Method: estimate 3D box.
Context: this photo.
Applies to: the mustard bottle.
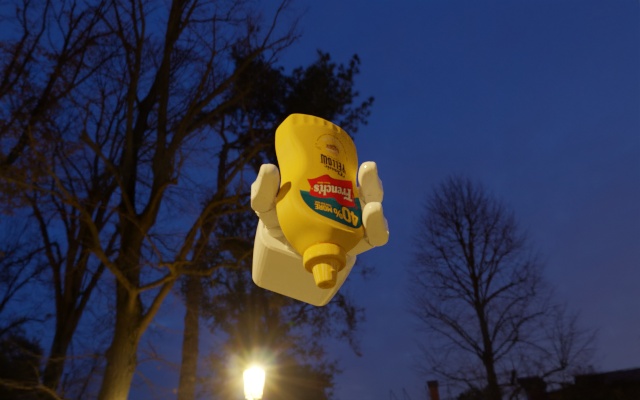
[{"bbox_3d":[0.000,0.001,0.494,0.096,0.191,0.058,23,-44,-31],"label":"mustard bottle"}]
